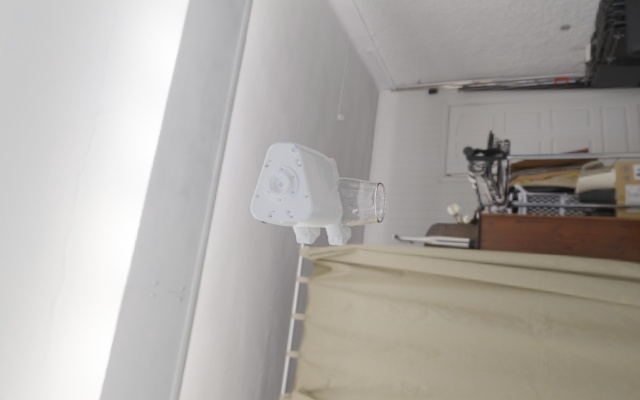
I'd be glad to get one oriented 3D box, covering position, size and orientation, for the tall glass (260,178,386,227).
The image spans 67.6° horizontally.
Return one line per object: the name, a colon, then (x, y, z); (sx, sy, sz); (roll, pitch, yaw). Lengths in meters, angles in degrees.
tall glass: (0.000, 0.002, 0.767); (0.201, 0.079, 0.079); (0, 0, 22)
